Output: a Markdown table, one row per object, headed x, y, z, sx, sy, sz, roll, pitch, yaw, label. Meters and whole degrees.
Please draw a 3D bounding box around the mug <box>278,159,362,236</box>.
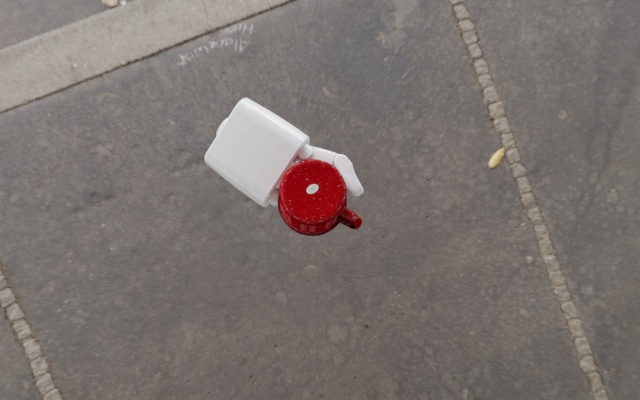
| x | y | z | sx | sy | sz | roll | pitch | yaw | label |
| --- | --- | --- | --- | --- | --- | --- | --- | --- | --- |
| 0.001 | 0.003 | 0.602 | 0.117 | 0.093 | 0.081 | 33 | -8 | 4 | mug |
